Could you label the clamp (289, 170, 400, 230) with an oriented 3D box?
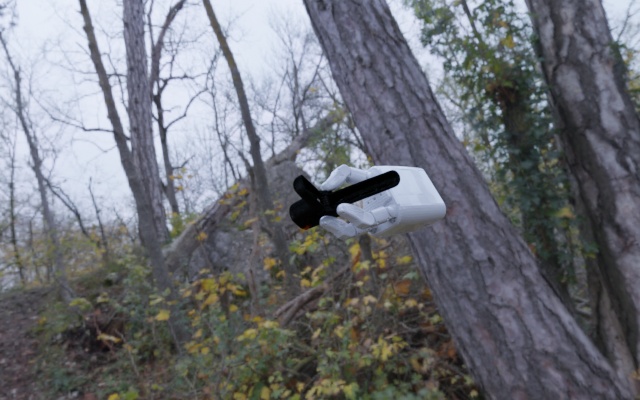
[{"bbox_3d":[0.000,0.002,0.737,0.164,0.036,0.210,-1,-20,-31],"label":"clamp"}]
